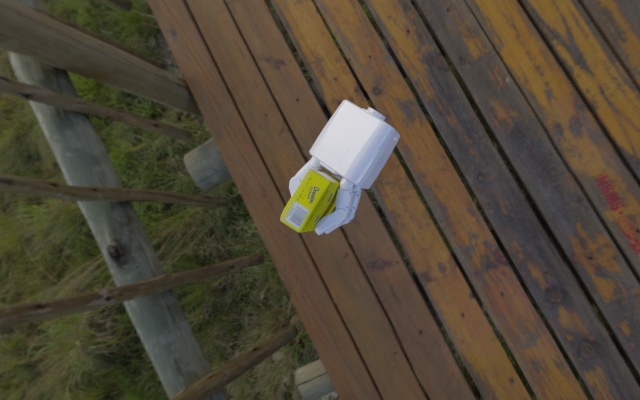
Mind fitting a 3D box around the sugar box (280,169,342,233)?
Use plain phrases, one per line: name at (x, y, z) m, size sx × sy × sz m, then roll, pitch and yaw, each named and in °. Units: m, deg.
sugar box at (0.001, 0.003, 0.791) m, size 0.048 × 0.093 × 0.176 m, roll 34°, pitch 9°, yaw 16°
